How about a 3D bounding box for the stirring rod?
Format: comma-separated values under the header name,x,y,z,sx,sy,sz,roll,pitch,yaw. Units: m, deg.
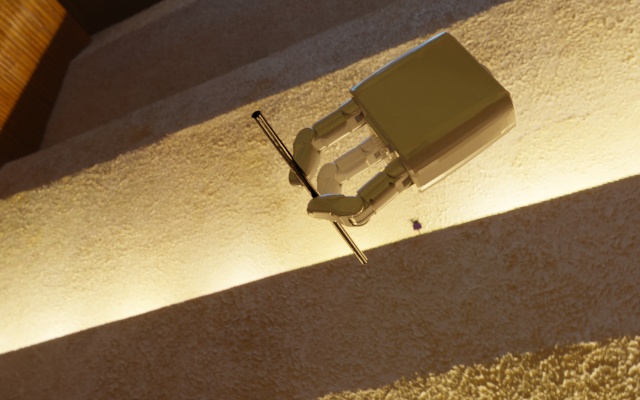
name,x,y,z,sx,sy,sz,roll,pitch,yaw
stirring rod,0.000,0.001,0.447,0.011,0.011,0.240,0,-33,29
